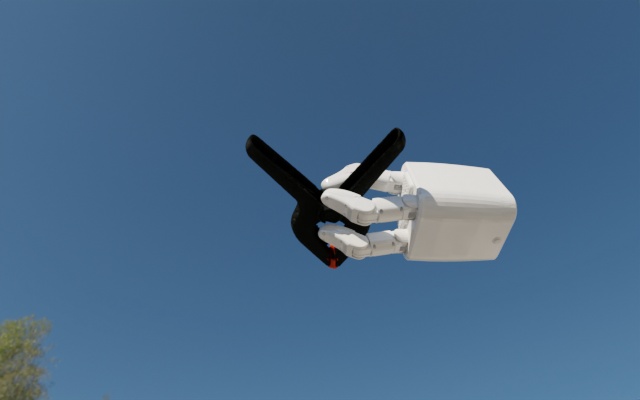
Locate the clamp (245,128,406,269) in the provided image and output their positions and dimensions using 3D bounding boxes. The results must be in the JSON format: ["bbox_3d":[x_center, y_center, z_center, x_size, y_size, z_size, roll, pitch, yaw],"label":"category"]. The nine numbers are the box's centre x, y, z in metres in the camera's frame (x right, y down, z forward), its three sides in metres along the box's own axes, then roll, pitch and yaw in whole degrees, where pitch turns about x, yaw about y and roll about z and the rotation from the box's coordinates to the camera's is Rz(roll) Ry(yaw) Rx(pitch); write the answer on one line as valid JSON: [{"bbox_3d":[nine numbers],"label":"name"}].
[{"bbox_3d":[0.000,0.002,0.552,0.164,0.210,0.036,3,44,-1],"label":"clamp"}]
